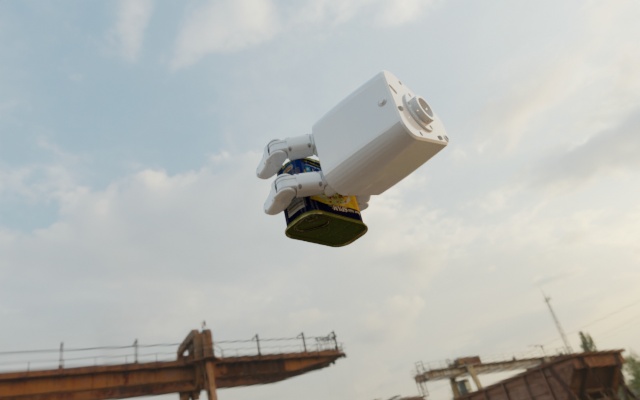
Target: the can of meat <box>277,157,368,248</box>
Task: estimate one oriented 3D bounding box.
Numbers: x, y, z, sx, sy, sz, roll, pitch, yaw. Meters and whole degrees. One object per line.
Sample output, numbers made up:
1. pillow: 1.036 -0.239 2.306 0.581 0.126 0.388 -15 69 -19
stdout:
1. can of meat: 0.000 0.002 0.572 0.102 0.084 0.057 16 -41 -40
